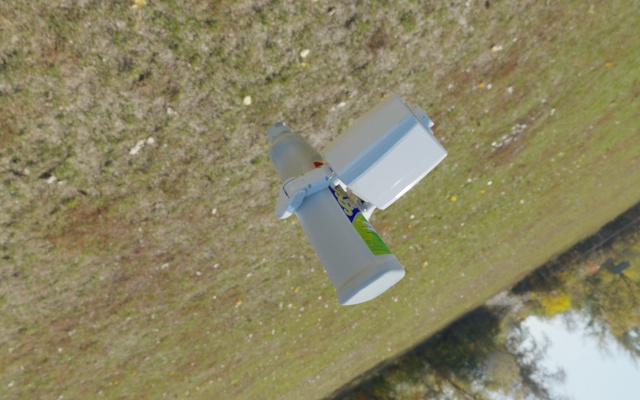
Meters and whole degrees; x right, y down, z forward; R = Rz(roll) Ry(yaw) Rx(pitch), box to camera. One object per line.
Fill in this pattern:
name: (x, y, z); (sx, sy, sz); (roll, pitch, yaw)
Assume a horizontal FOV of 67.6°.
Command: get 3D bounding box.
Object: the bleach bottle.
bleach bottle: (0.000, 0.002, 0.581); (0.068, 0.250, 0.102); (-40, -22, 18)
